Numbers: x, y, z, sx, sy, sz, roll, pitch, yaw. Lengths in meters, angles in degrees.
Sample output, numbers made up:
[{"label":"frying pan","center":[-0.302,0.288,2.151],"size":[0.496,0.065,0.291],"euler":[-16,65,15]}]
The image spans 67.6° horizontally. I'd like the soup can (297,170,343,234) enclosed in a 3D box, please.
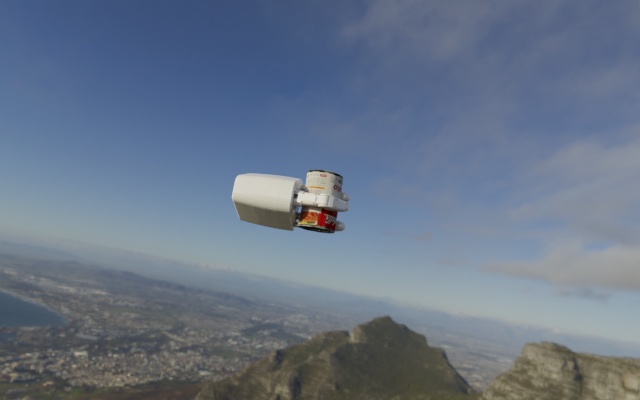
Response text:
[{"label":"soup can","center":[0.001,0.003,0.855],"size":[0.068,0.102,0.068],"euler":[10,-10,2]}]
